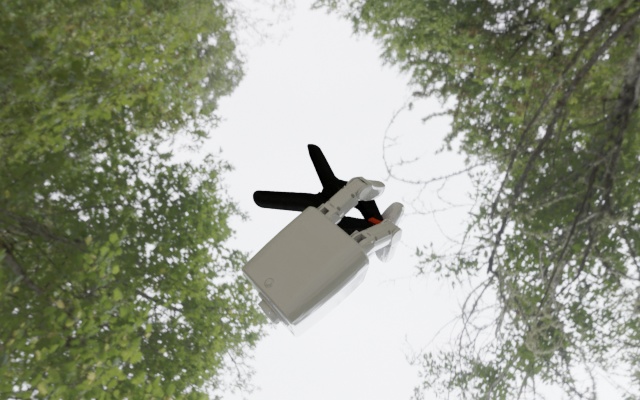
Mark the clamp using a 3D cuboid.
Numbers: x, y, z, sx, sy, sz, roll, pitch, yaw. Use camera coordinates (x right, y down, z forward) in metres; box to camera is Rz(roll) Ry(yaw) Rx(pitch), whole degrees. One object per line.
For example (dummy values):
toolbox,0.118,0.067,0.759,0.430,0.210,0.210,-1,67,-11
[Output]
clamp,0.000,0.002,0.599,0.171,0.120,0.039,39,-19,33
